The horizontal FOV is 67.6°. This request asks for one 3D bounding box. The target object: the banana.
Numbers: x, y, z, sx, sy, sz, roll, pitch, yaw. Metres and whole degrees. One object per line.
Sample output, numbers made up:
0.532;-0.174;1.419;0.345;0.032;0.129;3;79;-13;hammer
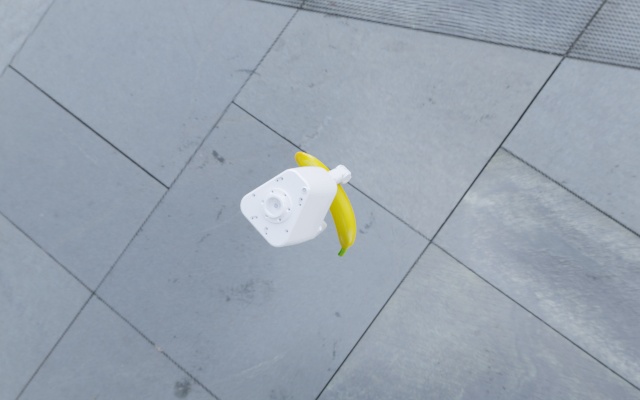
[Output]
0.015;0.000;0.810;0.069;0.198;0.037;-23;0;36;banana
